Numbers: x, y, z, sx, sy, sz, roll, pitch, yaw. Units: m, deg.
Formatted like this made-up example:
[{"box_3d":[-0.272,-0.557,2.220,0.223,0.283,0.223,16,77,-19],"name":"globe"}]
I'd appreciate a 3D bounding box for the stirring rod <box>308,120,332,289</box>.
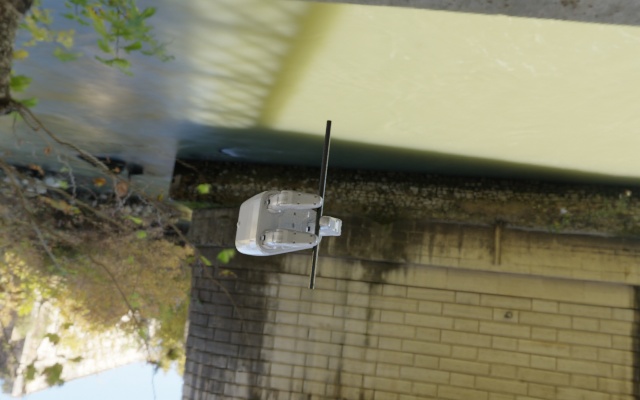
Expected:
[{"box_3d":[0.000,0.002,0.669,0.011,0.239,0.011,6,-11,1],"name":"stirring rod"}]
